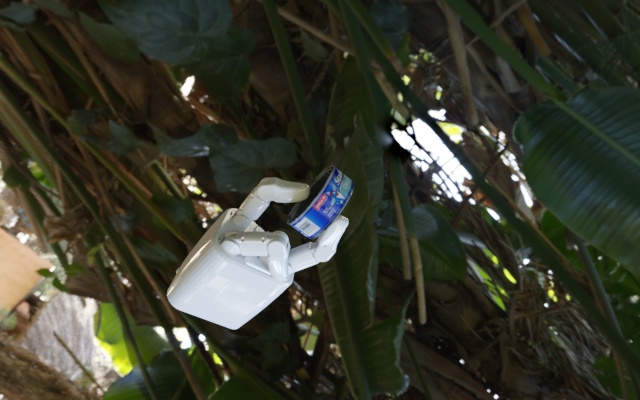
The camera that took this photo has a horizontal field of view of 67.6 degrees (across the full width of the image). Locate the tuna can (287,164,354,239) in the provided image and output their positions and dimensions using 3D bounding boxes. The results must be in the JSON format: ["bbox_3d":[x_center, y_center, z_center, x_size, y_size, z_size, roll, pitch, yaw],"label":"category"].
[{"bbox_3d":[0.001,0.002,0.554,0.034,0.086,0.086,37,-9,-11],"label":"tuna can"}]
